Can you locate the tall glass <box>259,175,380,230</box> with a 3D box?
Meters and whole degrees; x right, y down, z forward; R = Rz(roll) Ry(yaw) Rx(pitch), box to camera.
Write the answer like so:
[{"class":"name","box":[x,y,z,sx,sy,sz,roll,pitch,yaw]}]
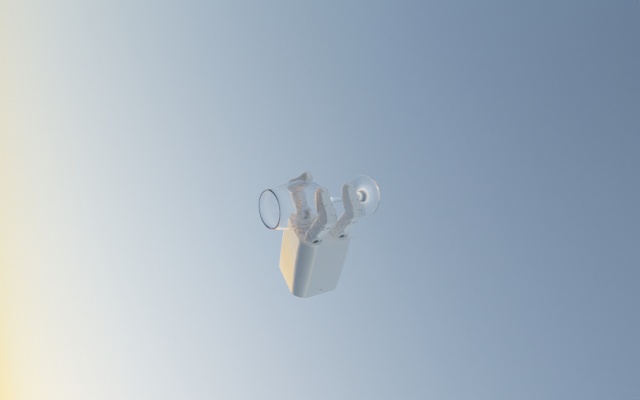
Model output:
[{"class":"tall glass","box":[0.001,0.002,0.783,0.201,0.079,0.079,-8,5,-38]}]
